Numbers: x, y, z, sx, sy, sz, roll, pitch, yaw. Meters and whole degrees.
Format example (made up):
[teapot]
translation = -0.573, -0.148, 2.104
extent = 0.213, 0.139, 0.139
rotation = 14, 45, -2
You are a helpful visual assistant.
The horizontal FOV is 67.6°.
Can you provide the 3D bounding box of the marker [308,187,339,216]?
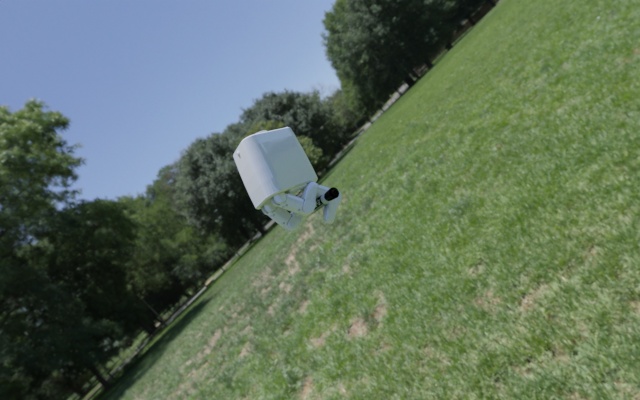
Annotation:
[marker]
translation = 0.000, 0.003, 0.820
extent = 0.020, 0.020, 0.121
rotation = 0, -16, -24
